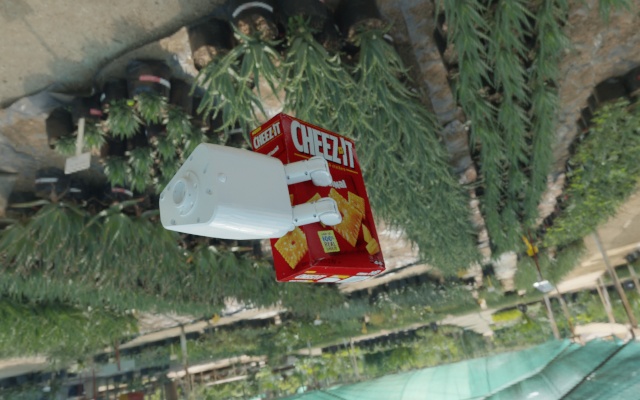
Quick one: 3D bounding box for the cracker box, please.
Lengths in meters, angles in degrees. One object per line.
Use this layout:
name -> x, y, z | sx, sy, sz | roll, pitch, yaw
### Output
cracker box -> 0.000, 0.002, 0.659 | 0.072, 0.213, 0.164 | -27, -25, 35
